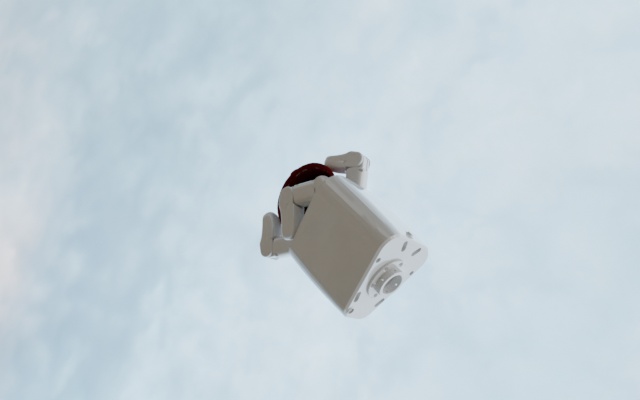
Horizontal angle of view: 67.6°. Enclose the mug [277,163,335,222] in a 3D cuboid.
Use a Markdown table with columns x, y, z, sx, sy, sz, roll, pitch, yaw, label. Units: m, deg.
| x | y | z | sx | sy | sz | roll | pitch | yaw | label |
| --- | --- | --- | --- | --- | --- | --- | --- | --- | --- |
| -0.001 | 0.001 | 0.617 | 0.081 | 0.093 | 0.117 | 27 | 18 | -48 | mug |
